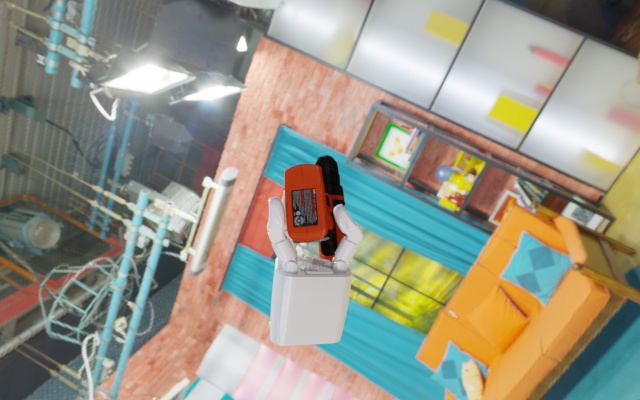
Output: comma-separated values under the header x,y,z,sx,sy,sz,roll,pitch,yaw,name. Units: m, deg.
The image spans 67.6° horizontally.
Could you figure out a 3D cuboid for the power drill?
x,y,z,sx,sy,sz,roll,pitch,yaw,name
0.000,0.003,0.721,0.057,0.184,0.188,-9,-12,14,power drill
